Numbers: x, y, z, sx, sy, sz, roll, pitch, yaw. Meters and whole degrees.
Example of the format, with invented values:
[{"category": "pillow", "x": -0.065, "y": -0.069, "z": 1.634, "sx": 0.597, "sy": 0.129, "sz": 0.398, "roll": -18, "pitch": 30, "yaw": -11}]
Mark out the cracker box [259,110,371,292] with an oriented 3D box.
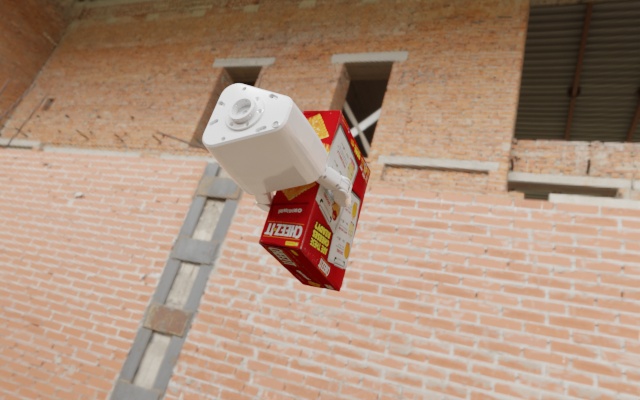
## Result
[{"category": "cracker box", "x": 0.000, "y": 0.002, "z": 0.698, "sx": 0.072, "sy": 0.213, "sz": 0.164, "roll": 5, "pitch": -27, "yaw": 25}]
